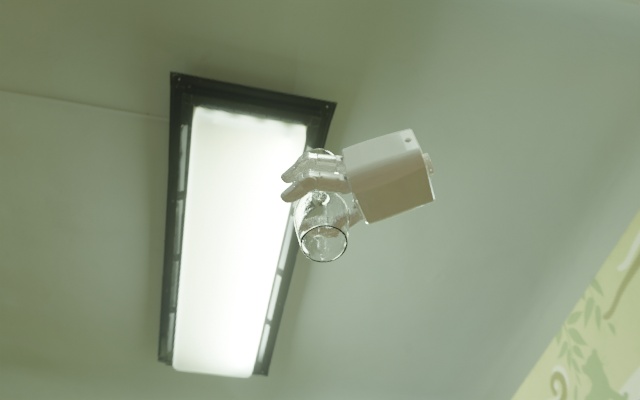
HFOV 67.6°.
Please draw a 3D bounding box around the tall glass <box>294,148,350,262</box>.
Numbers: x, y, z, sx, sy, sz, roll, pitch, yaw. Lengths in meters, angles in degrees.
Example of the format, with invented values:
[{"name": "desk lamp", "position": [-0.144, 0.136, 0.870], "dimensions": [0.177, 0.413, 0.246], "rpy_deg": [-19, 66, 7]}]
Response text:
[{"name": "tall glass", "position": [0.000, 0.002, 0.701], "dimensions": [0.079, 0.079, 0.201], "rpy_deg": [0, 34, -3]}]
